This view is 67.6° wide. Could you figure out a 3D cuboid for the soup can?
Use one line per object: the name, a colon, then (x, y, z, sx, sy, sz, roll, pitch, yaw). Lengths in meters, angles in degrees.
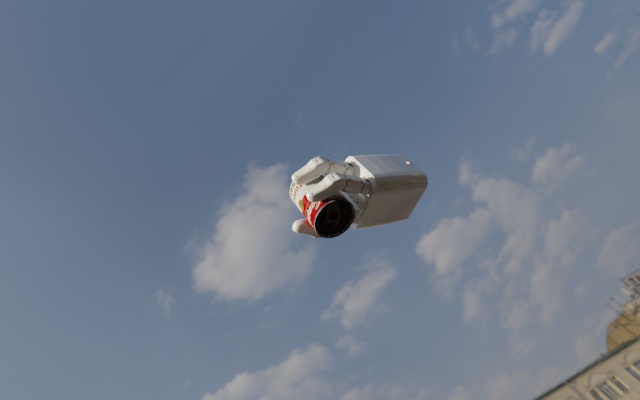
soup can: (0.000, 0.002, 0.744, 0.068, 0.068, 0.102, 0, 30, -30)
